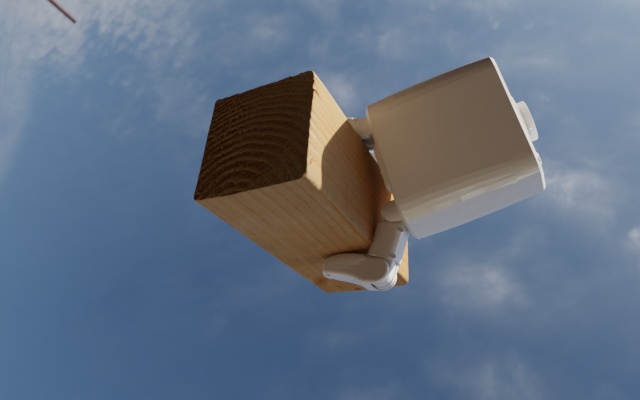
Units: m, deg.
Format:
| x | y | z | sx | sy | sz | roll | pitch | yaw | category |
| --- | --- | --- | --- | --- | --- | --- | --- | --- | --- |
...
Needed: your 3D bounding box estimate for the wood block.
| x | y | z | sx | sy | sz | roll | pitch | yaw | category |
| --- | --- | --- | --- | --- | --- | --- | --- | --- | --- |
| 0.000 | 0.002 | 0.406 | 0.090 | 0.090 | 0.206 | -11 | -32 | 25 | wood block |
